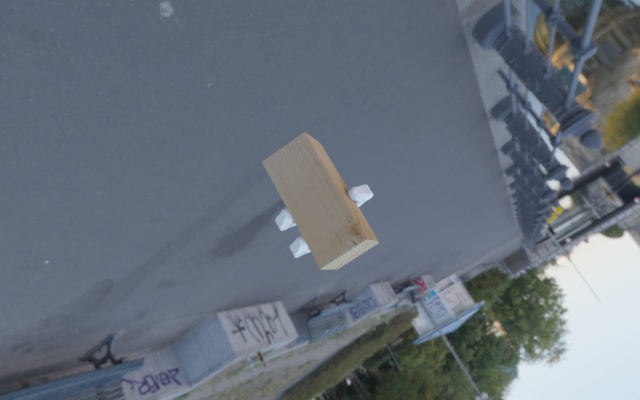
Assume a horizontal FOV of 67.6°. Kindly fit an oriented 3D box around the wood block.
[{"bbox_3d":[0.001,0.003,0.795,0.091,0.206,0.090,-34,-17,12],"label":"wood block"}]
